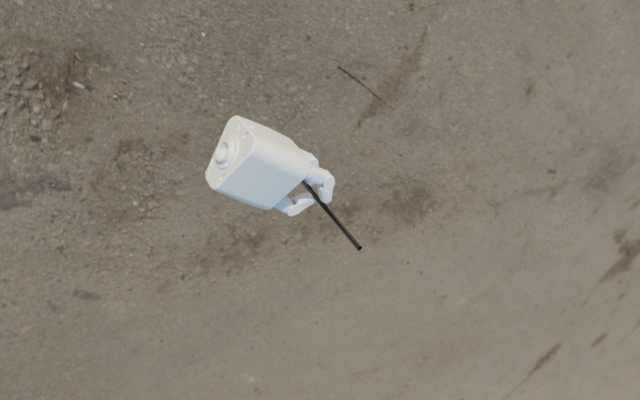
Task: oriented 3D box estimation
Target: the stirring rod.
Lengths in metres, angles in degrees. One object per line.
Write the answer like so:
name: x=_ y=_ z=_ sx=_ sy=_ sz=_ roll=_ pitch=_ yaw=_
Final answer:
stirring rod: x=0.000 y=0.002 z=0.778 sx=0.011 sy=0.011 sz=0.239 roll=0 pitch=34 yaw=-35
